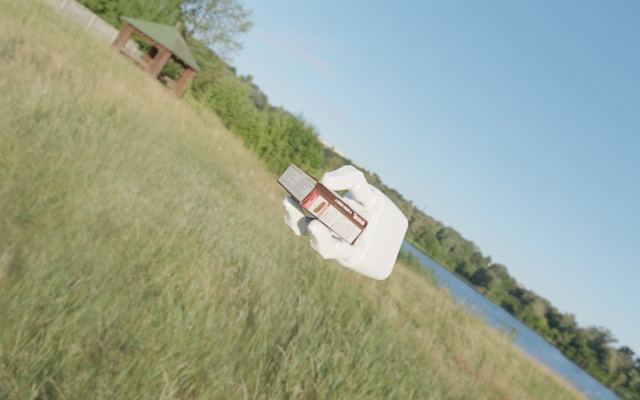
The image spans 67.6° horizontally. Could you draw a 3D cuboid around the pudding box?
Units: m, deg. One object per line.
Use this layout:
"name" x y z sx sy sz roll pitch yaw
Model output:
"pudding box" 0.000 0.002 0.599 0.090 0.039 0.113 38 -1 -25
